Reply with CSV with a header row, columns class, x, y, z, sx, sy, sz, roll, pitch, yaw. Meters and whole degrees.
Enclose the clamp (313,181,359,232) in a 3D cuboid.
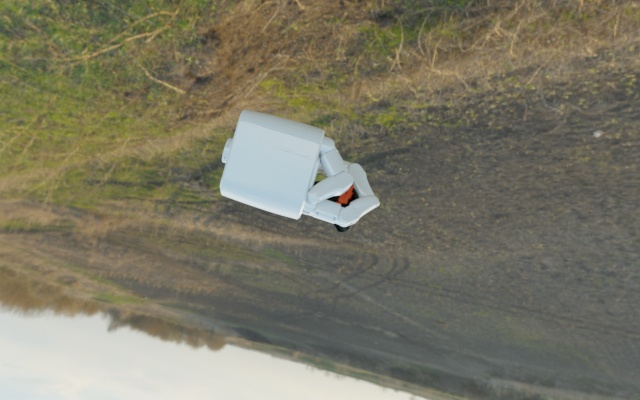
class,x,y,z,sx,sy,sz,roll,pitch,yaw
clamp,0.000,0.003,0.686,0.120,0.039,0.171,16,-18,-4
